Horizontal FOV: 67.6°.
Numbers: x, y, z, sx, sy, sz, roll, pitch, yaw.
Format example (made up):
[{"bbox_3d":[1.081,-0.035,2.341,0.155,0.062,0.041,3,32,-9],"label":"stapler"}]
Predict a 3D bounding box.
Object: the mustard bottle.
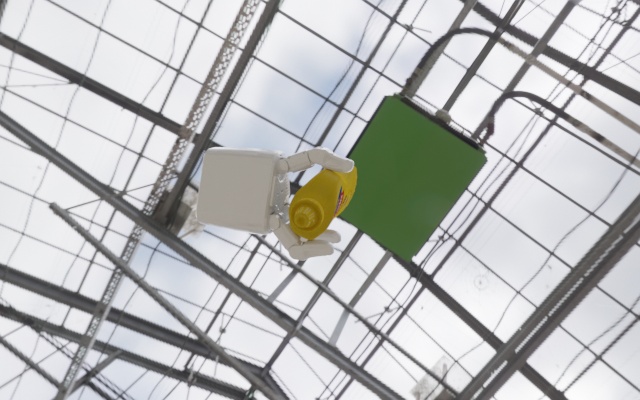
[{"bbox_3d":[0.000,0.002,0.649,0.058,0.096,0.191,30,18,7],"label":"mustard bottle"}]
